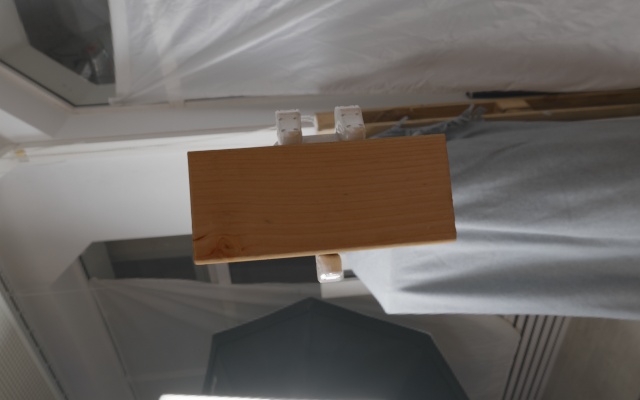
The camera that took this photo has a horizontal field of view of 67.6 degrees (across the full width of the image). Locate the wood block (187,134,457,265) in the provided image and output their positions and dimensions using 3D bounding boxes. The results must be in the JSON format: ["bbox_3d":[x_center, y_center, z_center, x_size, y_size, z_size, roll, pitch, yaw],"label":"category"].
[{"bbox_3d":[0.000,0.002,0.416,0.206,0.091,0.090,-5,-5,-4],"label":"wood block"}]
